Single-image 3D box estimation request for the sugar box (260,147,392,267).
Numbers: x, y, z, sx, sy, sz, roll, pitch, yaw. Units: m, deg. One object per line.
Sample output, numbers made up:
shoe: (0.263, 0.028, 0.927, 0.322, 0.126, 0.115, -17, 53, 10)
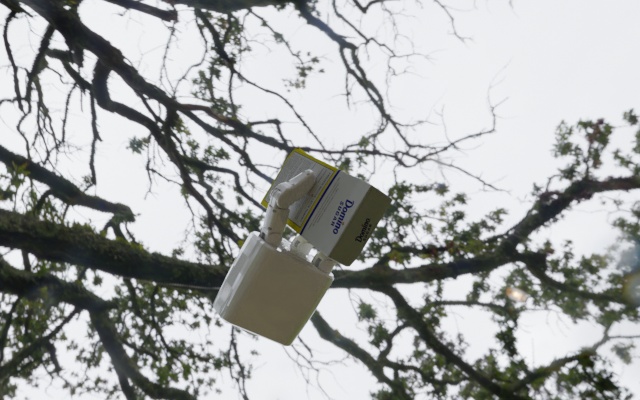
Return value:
sugar box: (0.000, 0.002, 0.586, 0.048, 0.093, 0.176, 31, 2, -40)
